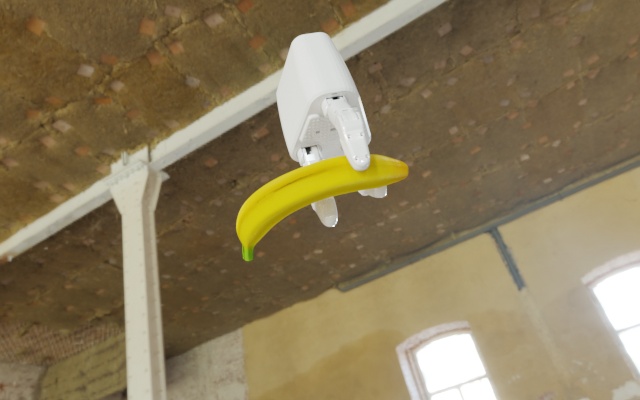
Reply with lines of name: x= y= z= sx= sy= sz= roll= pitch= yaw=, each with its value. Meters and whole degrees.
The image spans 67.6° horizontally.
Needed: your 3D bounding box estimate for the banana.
banana: x=-0.010 y=-0.006 z=0.478 sx=0.198 sy=0.037 sz=0.070 roll=-27 pitch=-38 yaw=10
